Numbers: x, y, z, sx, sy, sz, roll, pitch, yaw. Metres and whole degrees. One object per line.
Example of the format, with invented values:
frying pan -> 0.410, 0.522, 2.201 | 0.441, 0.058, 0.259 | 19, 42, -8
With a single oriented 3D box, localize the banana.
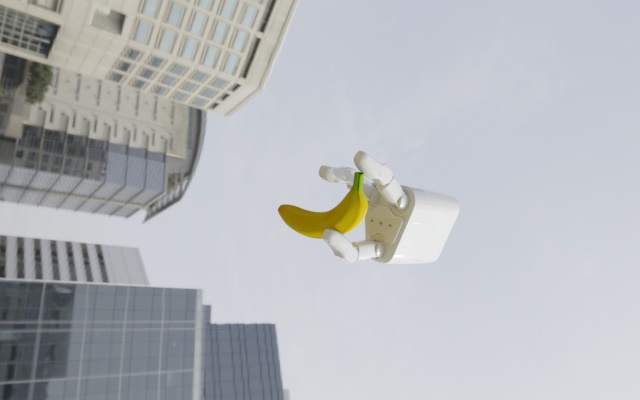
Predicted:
banana -> 0.004, 0.020, 0.656 | 0.037, 0.069, 0.198 | 3, -15, -37
